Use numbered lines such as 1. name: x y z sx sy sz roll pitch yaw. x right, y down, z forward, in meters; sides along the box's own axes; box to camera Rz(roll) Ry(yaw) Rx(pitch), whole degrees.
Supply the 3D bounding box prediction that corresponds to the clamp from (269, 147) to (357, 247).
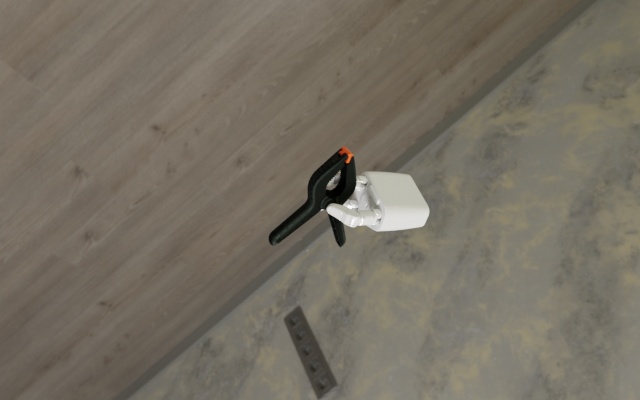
1. clamp: 0.001 0.003 0.847 0.164 0.210 0.036 -2 35 -32
